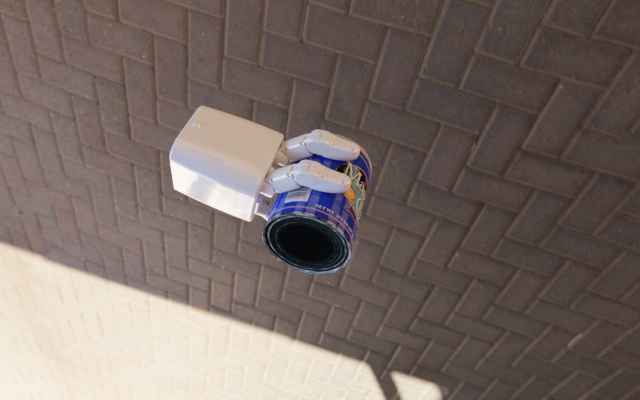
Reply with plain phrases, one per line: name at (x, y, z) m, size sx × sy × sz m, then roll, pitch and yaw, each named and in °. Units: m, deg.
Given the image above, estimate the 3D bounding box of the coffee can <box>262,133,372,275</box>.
coffee can at (0.000, 0.002, 0.574) m, size 0.103 × 0.103 × 0.140 m, roll 0°, pitch 44°, yaw 19°
